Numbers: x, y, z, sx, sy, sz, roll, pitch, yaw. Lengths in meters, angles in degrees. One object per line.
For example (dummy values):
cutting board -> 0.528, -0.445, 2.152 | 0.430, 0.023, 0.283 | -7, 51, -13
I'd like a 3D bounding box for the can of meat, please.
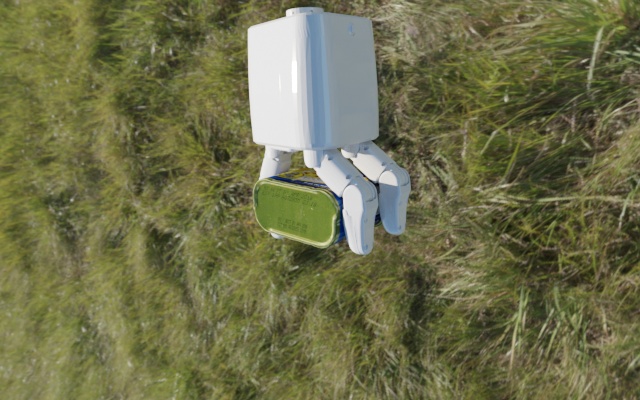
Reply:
can of meat -> 0.000, 0.002, 0.447 | 0.102, 0.057, 0.084 | 12, 20, 36
